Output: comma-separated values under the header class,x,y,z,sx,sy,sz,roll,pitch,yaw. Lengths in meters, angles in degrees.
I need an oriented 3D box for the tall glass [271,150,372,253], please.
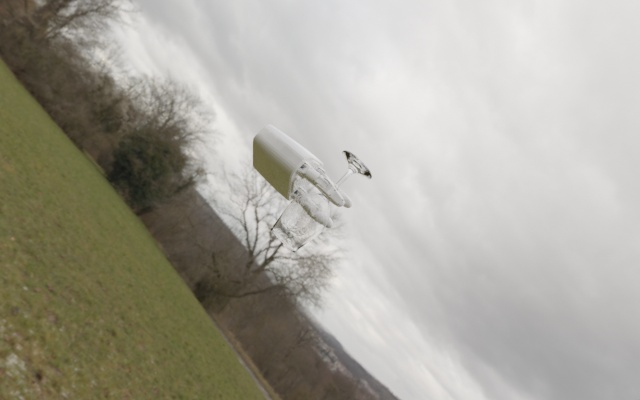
class,x,y,z,sx,sy,sz,roll,pitch,yaw
tall glass,0.001,0.002,0.876,0.079,0.201,0.079,42,-11,10
